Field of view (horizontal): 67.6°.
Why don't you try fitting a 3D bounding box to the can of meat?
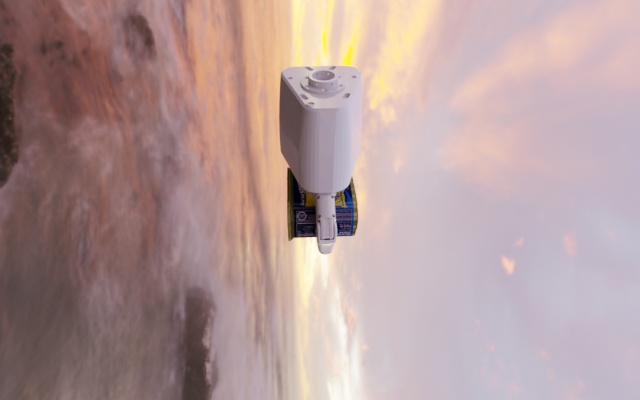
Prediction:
[{"bbox_3d":[0.000,0.002,0.601,0.084,0.057,0.102,-2,38,-3],"label":"can of meat"}]
